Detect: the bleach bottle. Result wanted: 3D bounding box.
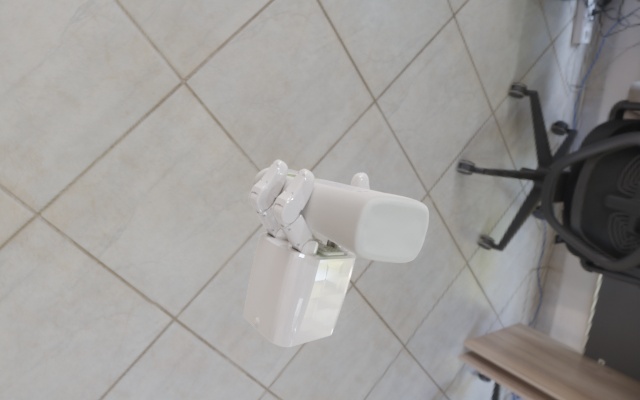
[{"bbox_3d":[0.000,0.002,0.566,0.102,0.068,0.250,10,7,-38],"label":"bleach bottle"}]
